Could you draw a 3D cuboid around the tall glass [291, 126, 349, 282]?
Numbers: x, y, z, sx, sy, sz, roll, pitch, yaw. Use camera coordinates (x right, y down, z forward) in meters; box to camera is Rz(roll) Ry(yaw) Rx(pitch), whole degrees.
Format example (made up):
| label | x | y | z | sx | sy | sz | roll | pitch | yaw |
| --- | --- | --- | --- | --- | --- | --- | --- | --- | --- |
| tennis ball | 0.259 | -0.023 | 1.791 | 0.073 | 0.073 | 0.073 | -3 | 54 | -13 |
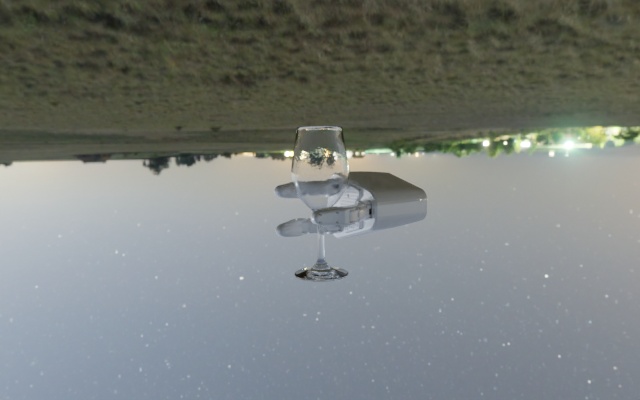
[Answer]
| label | x | y | z | sx | sy | sz | roll | pitch | yaw |
| --- | --- | --- | --- | --- | --- | --- | --- | --- | --- |
| tall glass | 0.000 | 0.003 | 0.644 | 0.079 | 0.201 | 0.079 | -1 | 6 | 0 |
